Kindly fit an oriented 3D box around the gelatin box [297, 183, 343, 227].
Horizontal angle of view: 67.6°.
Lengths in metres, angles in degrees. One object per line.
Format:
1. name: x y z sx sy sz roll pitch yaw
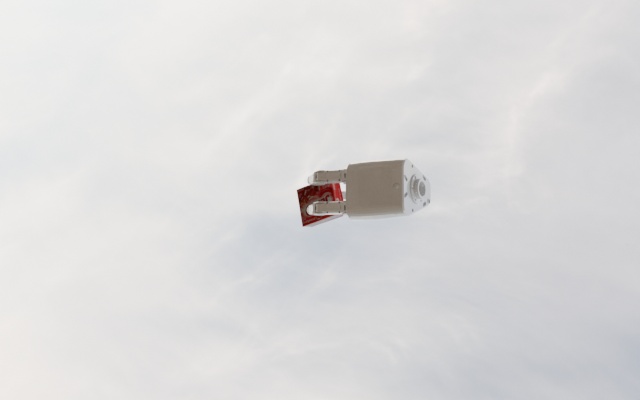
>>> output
1. gelatin box: 0.000 0.003 0.878 0.089 0.073 0.030 -21 -17 38
